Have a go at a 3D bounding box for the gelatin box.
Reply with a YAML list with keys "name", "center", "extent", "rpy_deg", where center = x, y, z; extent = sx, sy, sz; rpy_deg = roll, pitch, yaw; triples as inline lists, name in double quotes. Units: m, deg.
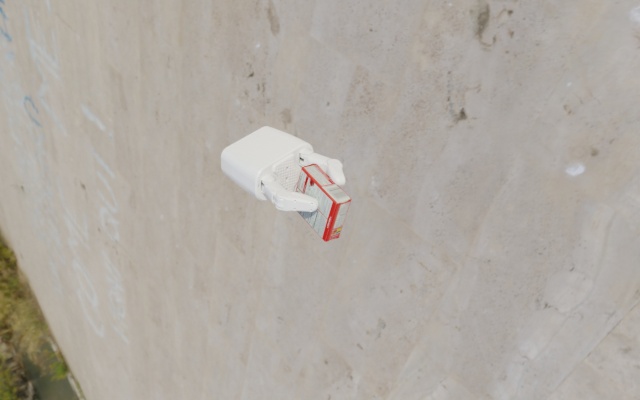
- name: "gelatin box"
  center: [0.000, 0.003, 0.677]
  extent: [0.030, 0.073, 0.089]
  rpy_deg: [-16, 47, -34]
